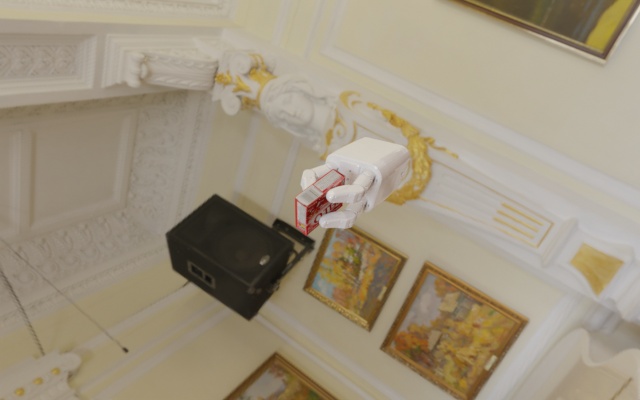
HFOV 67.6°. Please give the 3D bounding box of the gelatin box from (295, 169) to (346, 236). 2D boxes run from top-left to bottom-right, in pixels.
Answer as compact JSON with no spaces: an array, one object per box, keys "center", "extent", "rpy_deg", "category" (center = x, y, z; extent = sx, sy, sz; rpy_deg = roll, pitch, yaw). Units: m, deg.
[{"center":[0.000,0.002,0.753],"extent":[0.030,0.073,0.089],"rpy_deg":[37,58,25],"category":"gelatin box"}]
